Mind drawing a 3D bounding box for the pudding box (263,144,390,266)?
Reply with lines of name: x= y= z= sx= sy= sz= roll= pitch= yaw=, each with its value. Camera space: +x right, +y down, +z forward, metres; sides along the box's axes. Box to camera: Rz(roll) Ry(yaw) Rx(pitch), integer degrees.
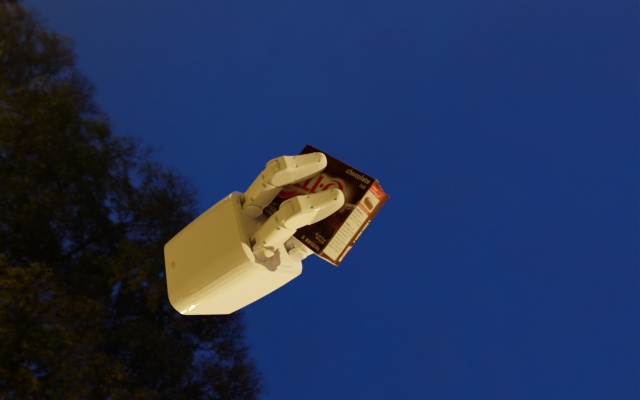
pudding box: x=0.000 y=0.002 z=0.487 sx=0.113 sy=0.090 sz=0.039 roll=33 pitch=-6 yaw=42
